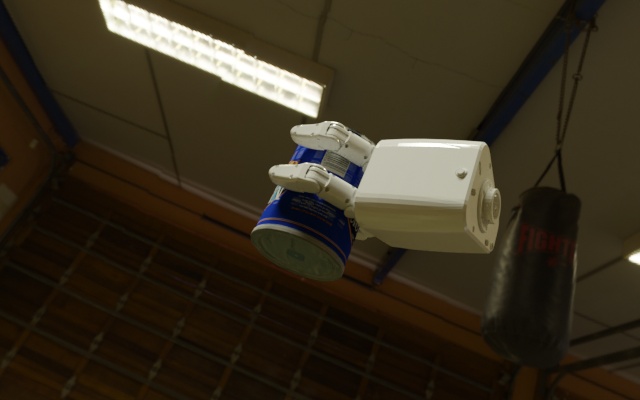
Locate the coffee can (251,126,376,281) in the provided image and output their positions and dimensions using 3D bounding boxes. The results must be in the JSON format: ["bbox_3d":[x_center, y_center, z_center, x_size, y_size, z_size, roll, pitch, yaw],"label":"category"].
[{"bbox_3d":[0.000,0.002,0.521,0.103,0.140,0.103,19,-28,10],"label":"coffee can"}]
